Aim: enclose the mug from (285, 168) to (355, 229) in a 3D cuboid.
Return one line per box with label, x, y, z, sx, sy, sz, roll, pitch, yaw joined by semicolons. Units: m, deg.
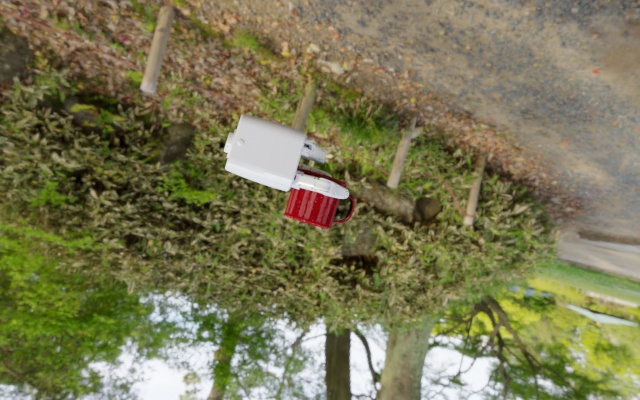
mug;0.001;0.003;0.804;0.117;0.081;0.093;18;-4;-10
